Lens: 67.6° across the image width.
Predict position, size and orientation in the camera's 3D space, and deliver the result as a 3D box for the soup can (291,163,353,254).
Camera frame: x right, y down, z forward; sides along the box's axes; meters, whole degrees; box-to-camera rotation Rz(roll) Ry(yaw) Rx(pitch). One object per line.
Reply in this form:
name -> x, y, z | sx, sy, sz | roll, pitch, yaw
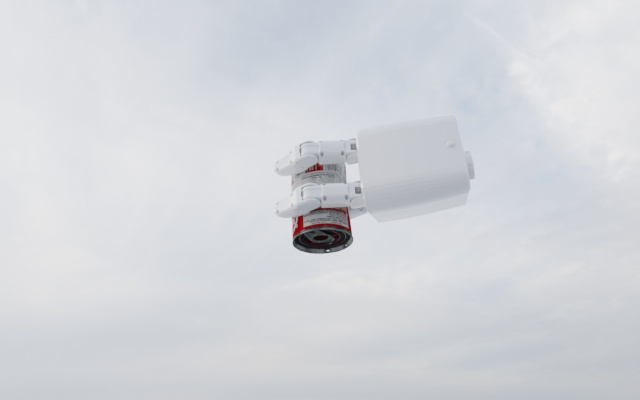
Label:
soup can -> 0.000, 0.002, 0.552 | 0.068, 0.102, 0.068 | -3, -28, -1
